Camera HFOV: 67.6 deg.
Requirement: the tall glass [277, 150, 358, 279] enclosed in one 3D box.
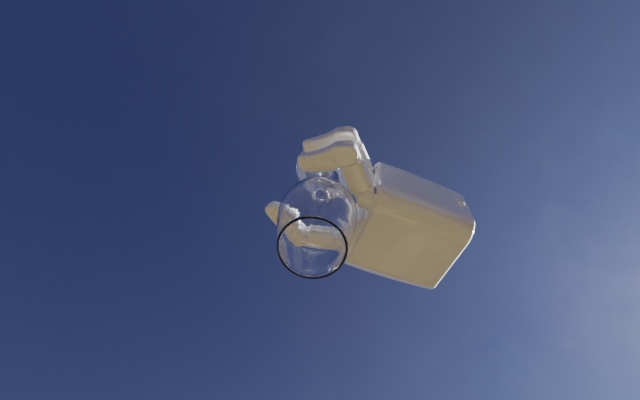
[{"bbox_3d":[0.000,0.001,0.499,0.079,0.079,0.201,0,24,5],"label":"tall glass"}]
